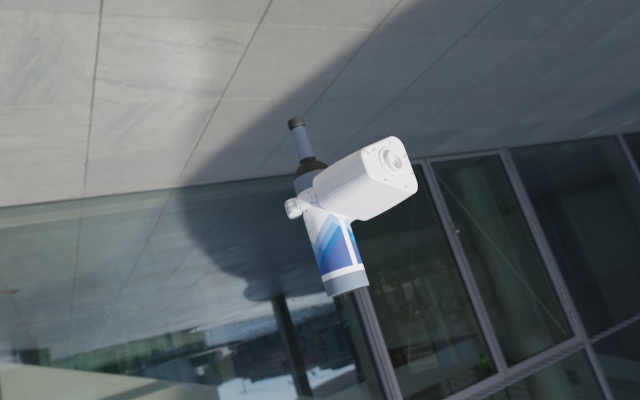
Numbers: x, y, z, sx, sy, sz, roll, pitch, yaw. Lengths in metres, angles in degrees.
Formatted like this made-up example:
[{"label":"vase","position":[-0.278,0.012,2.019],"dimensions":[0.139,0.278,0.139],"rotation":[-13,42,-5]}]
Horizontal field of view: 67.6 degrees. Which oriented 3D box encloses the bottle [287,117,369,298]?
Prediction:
[{"label":"bottle","position":[0.000,0.003,0.762],"dimensions":[0.069,0.295,0.069],"rotation":[-16,-14,-4]}]
